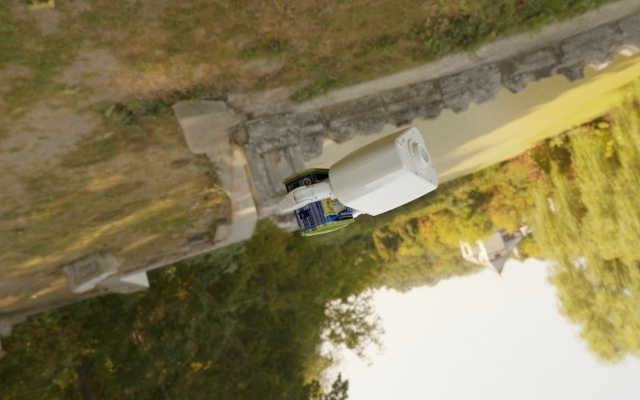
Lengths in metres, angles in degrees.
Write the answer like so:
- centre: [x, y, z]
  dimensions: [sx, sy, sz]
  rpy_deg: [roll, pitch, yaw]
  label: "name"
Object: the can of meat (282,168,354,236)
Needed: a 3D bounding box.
- centre: [0.000, 0.003, 0.693]
  dimensions: [0.057, 0.084, 0.102]
  rpy_deg: [-24, -10, 30]
  label: "can of meat"
